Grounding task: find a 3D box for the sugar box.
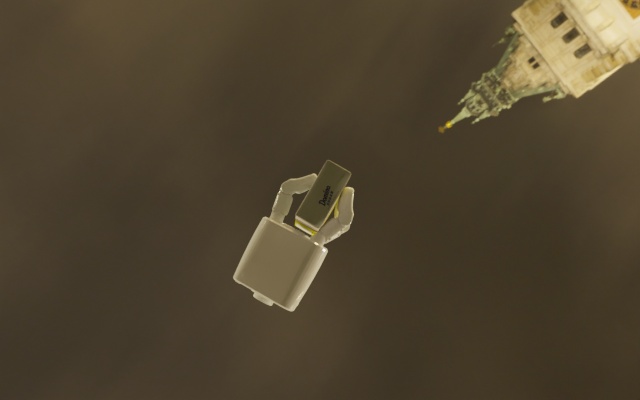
[{"bbox_3d":[0.001,0.003,0.739,0.048,0.093,0.176,30,-7,-1],"label":"sugar box"}]
